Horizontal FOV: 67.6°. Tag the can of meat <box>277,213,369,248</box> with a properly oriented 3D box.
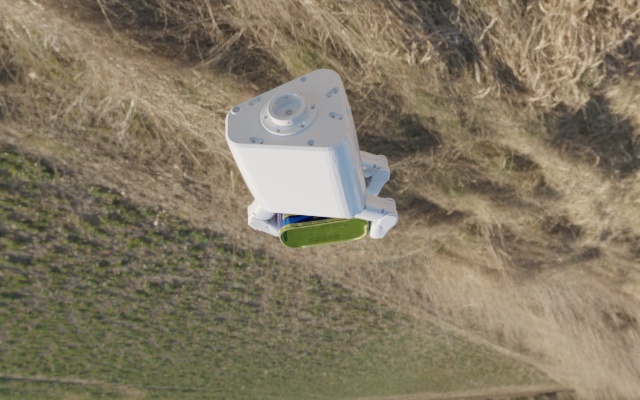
[{"bbox_3d":[0.000,0.002,0.529,0.102,0.084,0.057,-9,-32,3],"label":"can of meat"}]
